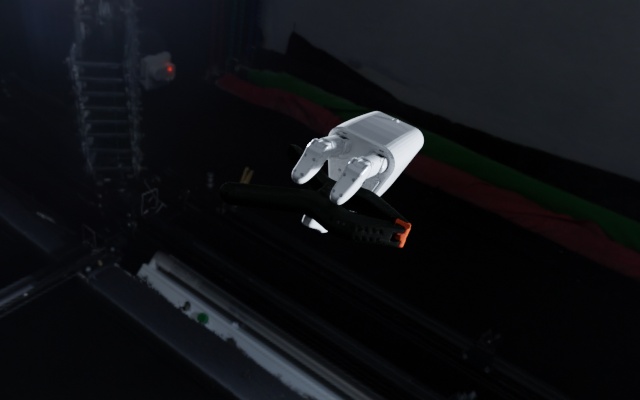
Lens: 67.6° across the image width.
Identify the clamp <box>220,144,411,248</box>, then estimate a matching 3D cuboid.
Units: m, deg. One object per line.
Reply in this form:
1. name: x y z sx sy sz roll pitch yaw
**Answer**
1. clamp: 0.000 0.003 0.559 0.210 0.036 0.164 29 35 22
